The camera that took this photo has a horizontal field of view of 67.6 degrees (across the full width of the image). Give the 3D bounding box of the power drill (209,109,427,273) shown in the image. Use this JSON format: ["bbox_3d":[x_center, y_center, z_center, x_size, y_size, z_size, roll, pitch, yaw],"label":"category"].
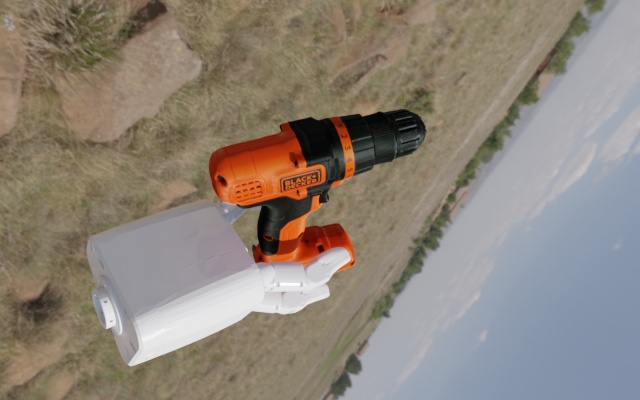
[{"bbox_3d":[0.000,0.002,0.445,0.184,0.057,0.188,-14,-38,-12],"label":"power drill"}]
